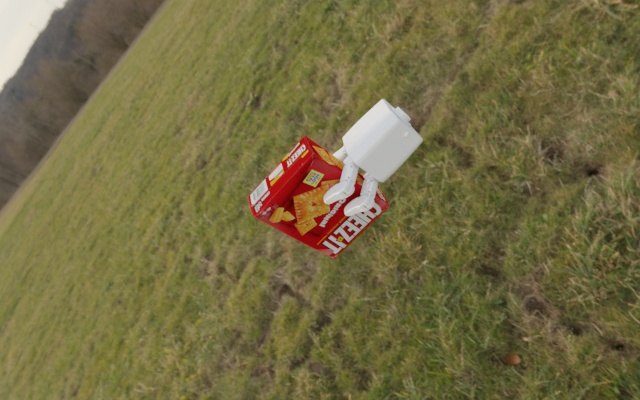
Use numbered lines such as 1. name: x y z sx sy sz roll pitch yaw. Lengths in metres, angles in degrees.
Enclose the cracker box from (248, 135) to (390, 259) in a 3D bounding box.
1. cracker box: 0.000 0.003 0.893 0.214 0.164 0.072 32 22 -35
